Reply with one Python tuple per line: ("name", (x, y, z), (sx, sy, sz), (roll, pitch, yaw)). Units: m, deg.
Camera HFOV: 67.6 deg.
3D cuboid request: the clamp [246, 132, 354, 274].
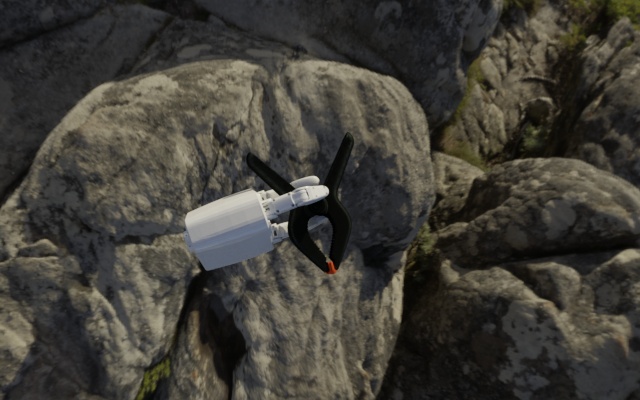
("clamp", (0.000, 0.003, 0.705), (0.164, 0.210, 0.036), (-20, -6, -9))
